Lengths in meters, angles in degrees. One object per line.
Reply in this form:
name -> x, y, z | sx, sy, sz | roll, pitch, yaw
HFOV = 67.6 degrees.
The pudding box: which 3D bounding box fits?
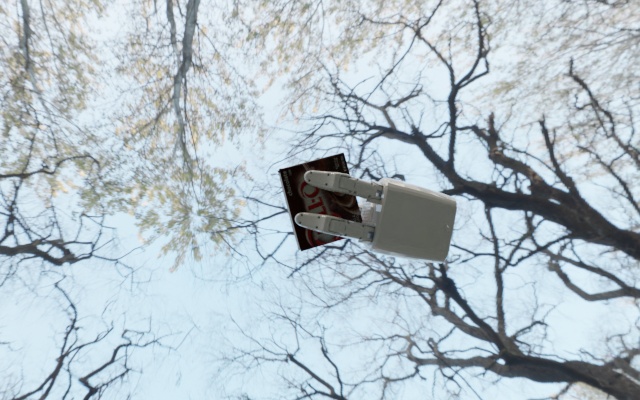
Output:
pudding box -> 0.000, 0.002, 0.633 | 0.090, 0.113, 0.039 | -16, 0, -11
